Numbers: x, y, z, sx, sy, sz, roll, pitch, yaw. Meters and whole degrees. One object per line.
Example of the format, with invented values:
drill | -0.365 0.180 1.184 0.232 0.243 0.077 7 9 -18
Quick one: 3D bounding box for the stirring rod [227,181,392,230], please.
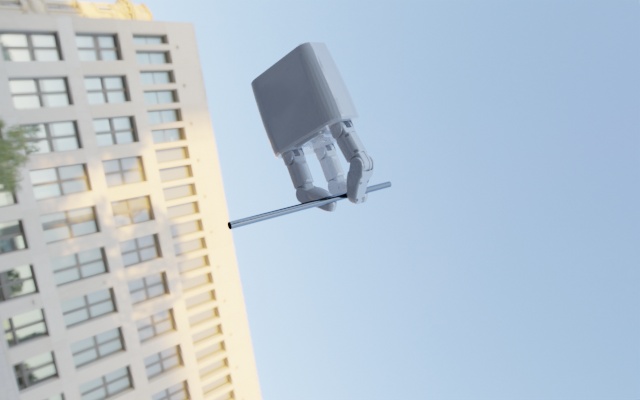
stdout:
stirring rod | 0.000 0.002 0.546 0.239 0.011 0.011 -14 9 -40
